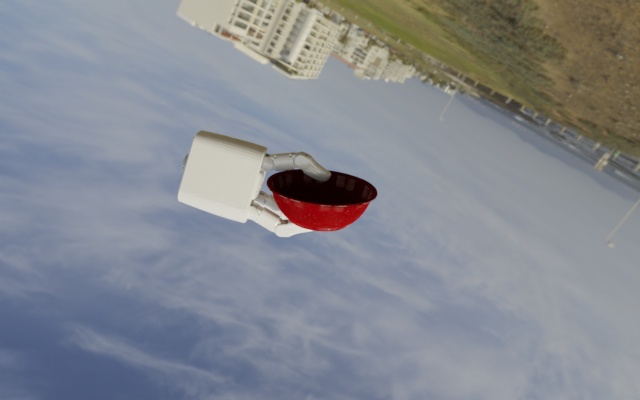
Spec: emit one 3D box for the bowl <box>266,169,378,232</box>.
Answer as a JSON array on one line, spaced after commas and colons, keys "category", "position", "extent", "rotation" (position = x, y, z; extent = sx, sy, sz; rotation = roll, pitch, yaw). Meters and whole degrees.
[{"category": "bowl", "position": [0.001, 0.003, 0.699], "extent": [0.162, 0.055, 0.162], "rotation": [5, 20, -2]}]
